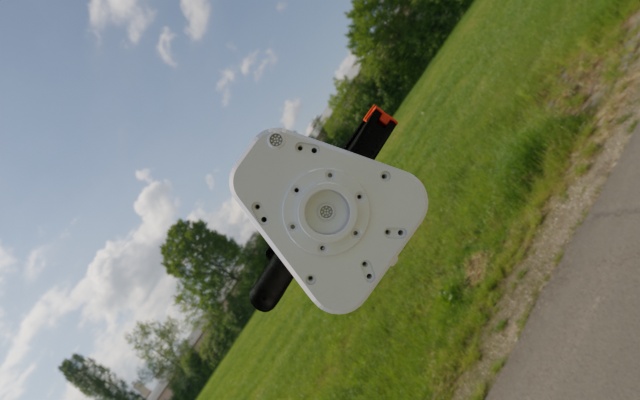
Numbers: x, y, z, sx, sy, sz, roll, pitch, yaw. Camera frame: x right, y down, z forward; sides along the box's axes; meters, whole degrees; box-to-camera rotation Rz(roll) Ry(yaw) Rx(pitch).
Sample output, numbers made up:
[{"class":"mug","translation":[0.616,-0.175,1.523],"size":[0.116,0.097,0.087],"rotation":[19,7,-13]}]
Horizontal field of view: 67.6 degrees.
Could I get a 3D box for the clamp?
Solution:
[{"class":"clamp","translation":[0.000,0.001,0.472],"size":[0.036,0.210,0.164],"rotation":[35,-1,-7]}]
